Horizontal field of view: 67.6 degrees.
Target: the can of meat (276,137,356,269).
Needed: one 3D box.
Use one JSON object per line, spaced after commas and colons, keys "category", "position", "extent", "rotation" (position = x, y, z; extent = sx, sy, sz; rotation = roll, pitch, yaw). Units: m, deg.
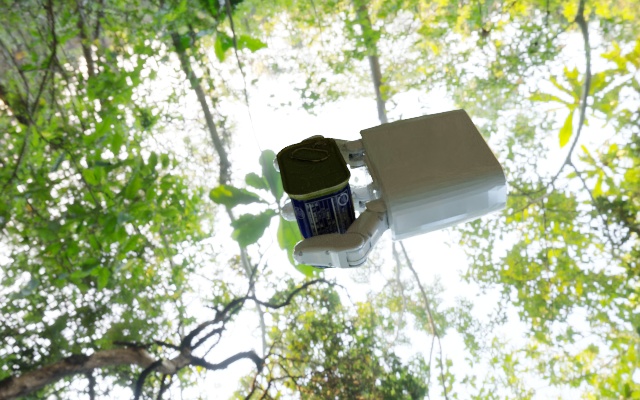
{"category": "can of meat", "position": [0.000, 0.002, 0.438], "extent": [0.057, 0.084, 0.102], "rotation": [-15, 31, -3]}
